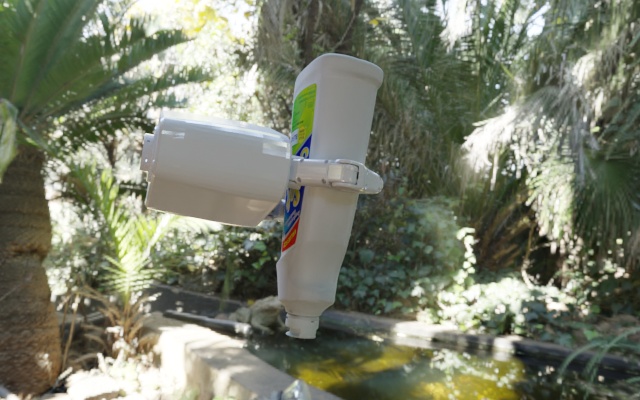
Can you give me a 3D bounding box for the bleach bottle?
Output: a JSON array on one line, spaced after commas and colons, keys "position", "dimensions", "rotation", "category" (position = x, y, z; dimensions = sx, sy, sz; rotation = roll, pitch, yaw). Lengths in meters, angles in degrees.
[{"position": [0.000, 0.001, 0.449], "dimensions": [0.068, 0.251, 0.102], "rotation": [9, -6, -21], "category": "bleach bottle"}]
